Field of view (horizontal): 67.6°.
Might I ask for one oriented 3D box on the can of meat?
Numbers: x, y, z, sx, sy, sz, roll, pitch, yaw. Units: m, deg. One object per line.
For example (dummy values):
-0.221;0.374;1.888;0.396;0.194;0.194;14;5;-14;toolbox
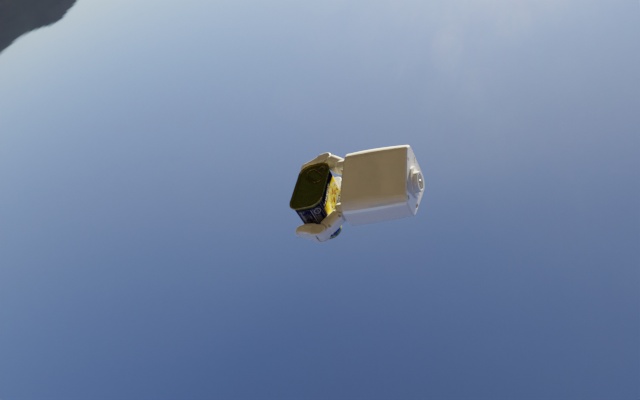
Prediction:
0.000;0.003;0.787;0.057;0.102;0.084;-11;-48;26;can of meat
